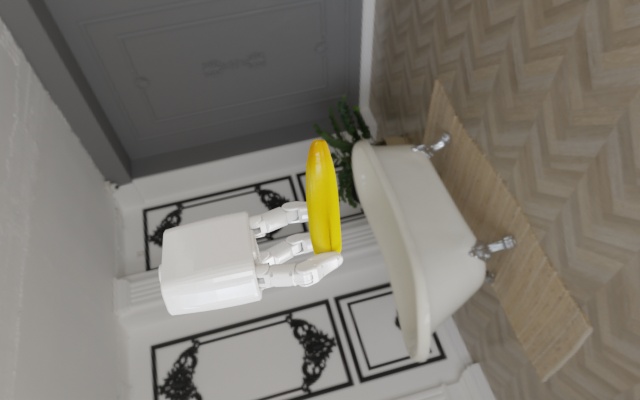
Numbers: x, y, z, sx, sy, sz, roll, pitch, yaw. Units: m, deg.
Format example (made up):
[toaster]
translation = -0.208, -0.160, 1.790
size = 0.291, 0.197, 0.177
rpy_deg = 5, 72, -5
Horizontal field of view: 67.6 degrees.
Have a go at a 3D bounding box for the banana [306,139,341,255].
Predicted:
[banana]
translation = 0.003, 0.018, 0.560
size = 0.037, 0.069, 0.198
rpy_deg = -9, -37, -2
